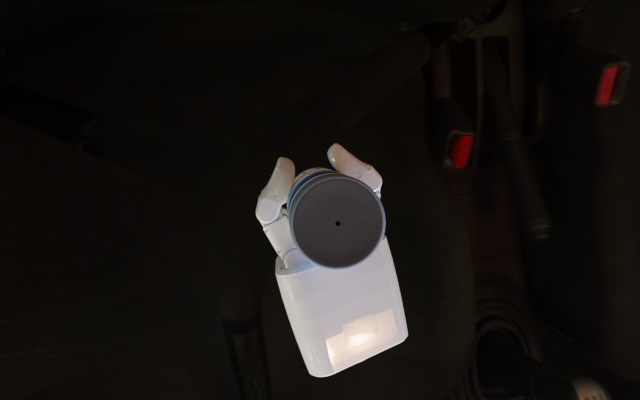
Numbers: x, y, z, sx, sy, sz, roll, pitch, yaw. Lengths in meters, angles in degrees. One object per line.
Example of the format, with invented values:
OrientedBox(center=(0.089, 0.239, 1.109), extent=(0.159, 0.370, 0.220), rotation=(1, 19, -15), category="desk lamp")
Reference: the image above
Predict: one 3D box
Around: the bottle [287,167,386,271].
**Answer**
OrientedBox(center=(0.000, 0.001, 0.471), extent=(0.069, 0.069, 0.295), rotation=(0, 6, -5), category="bottle")
